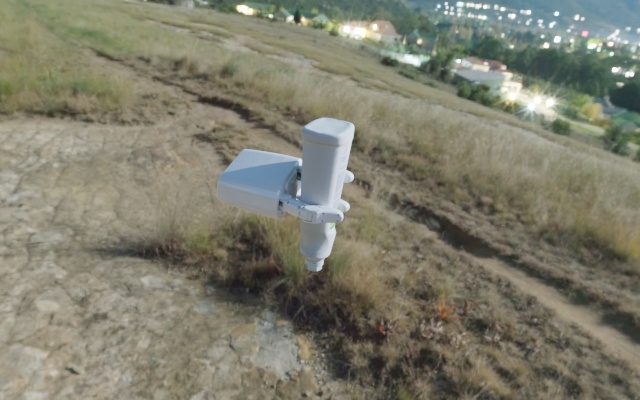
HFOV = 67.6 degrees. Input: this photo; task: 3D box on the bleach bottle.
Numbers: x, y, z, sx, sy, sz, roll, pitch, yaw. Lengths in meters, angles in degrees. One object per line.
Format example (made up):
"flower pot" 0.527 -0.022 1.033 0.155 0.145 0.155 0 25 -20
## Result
"bleach bottle" 0.000 0.002 0.758 0.068 0.251 0.102 14 24 15
